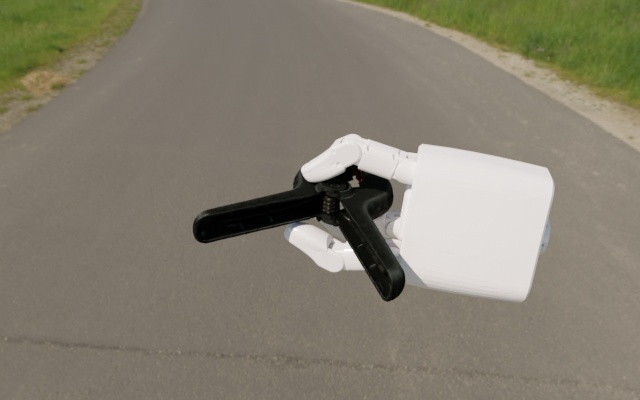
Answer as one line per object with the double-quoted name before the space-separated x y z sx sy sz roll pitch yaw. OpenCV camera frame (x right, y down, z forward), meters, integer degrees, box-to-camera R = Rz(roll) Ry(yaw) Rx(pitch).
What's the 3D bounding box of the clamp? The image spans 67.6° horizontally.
"clamp" 0.001 0.000 0.421 0.164 0.036 0.210 13 29 9
